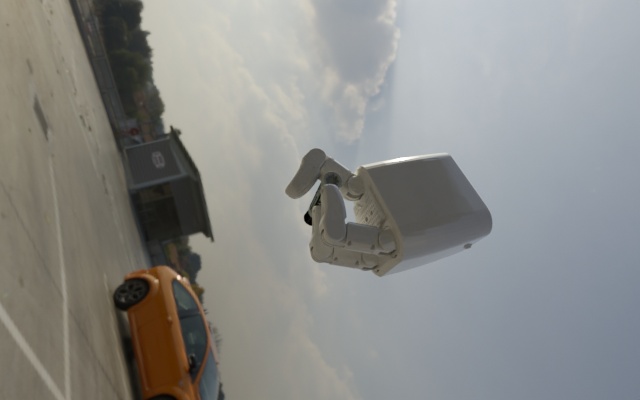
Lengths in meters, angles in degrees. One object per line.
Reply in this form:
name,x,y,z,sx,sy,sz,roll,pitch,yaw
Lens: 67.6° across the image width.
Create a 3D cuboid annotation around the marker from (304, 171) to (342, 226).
marker,0.000,0.002,0.521,0.020,0.020,0.121,0,-22,-12
